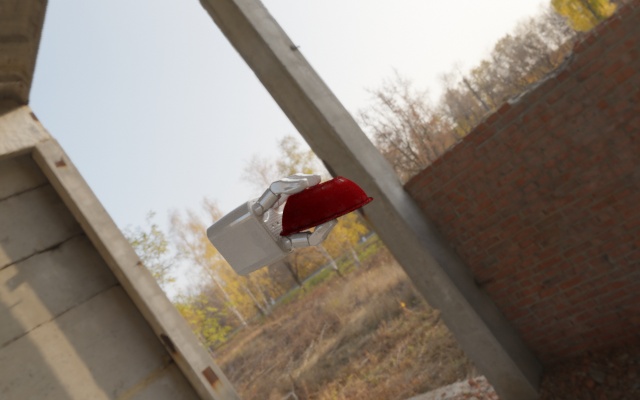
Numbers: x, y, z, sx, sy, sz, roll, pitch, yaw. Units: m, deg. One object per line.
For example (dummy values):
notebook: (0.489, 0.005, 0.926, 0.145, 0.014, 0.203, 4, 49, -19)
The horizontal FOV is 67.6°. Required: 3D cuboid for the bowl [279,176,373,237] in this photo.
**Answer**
bowl: (0.001, 0.002, 0.764, 0.162, 0.055, 0.162, -21, 3, 1)
